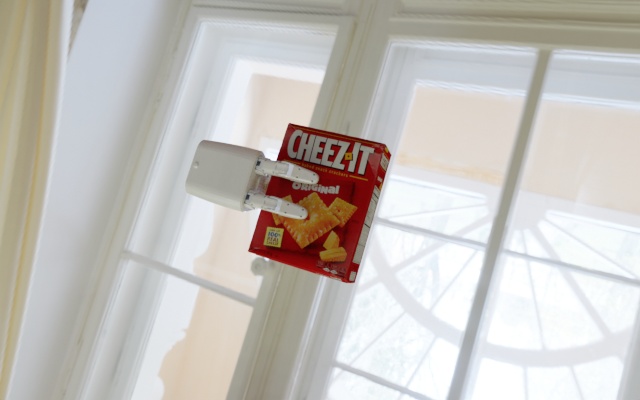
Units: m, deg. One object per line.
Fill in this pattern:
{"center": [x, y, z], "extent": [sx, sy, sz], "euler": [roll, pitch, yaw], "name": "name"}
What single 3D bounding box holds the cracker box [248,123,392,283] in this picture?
{"center": [0.000, 0.003, 0.739], "extent": [0.164, 0.213, 0.072], "euler": [15, -6, 17], "name": "cracker box"}
